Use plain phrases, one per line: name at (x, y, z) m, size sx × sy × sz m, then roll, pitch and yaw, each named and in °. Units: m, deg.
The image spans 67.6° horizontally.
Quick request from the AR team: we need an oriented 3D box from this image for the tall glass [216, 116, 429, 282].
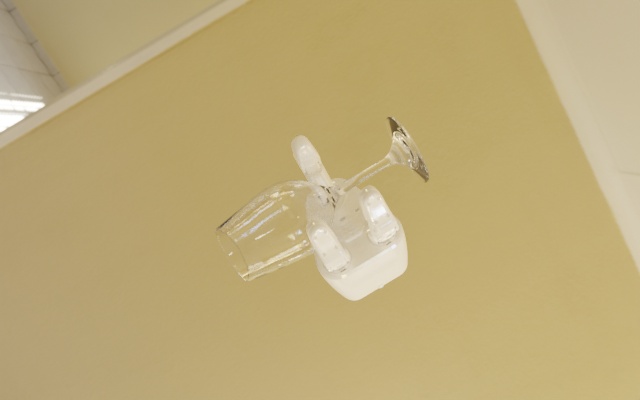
tall glass at (0.001, 0.001, 0.465) m, size 0.201 × 0.079 × 0.079 m, roll -31°, pitch 0°, yaw -1°
